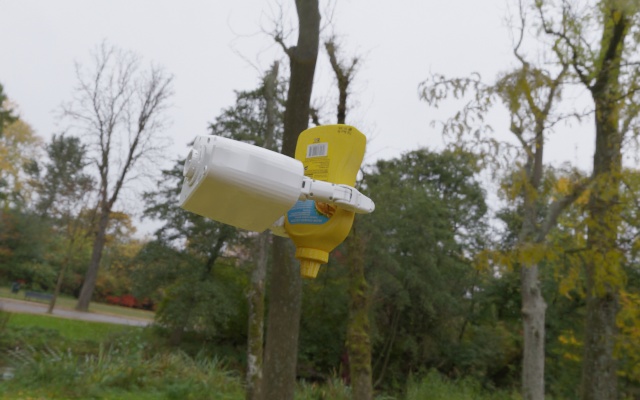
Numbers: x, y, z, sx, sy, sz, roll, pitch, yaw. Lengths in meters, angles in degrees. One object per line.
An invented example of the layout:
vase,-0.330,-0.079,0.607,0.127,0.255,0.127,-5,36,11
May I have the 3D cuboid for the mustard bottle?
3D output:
mustard bottle,0.000,0.002,0.605,0.096,0.191,0.058,-1,-18,37
